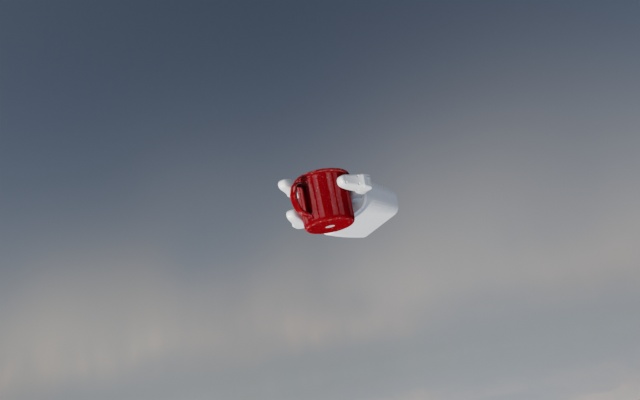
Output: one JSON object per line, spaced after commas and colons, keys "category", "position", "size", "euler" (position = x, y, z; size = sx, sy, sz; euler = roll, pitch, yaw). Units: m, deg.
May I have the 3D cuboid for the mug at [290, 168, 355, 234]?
{"category": "mug", "position": [-0.001, 0.002, 0.751], "size": [0.093, 0.081, 0.117], "euler": [-26, -24, 38]}
